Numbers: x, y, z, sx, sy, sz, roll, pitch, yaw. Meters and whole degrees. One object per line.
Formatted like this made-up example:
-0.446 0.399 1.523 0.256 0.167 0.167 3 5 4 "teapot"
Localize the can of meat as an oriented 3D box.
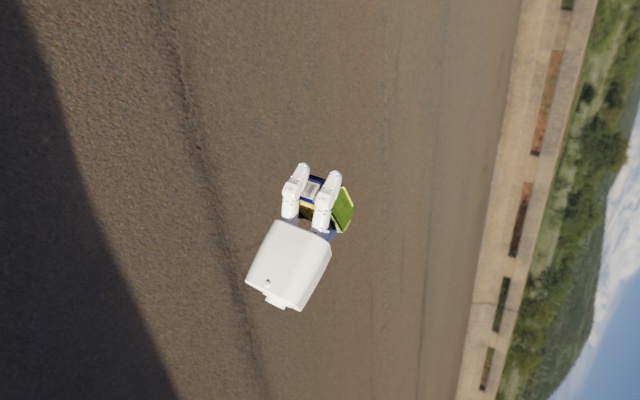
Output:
0.000 0.003 0.761 0.084 0.057 0.102 20 -20 27 "can of meat"
